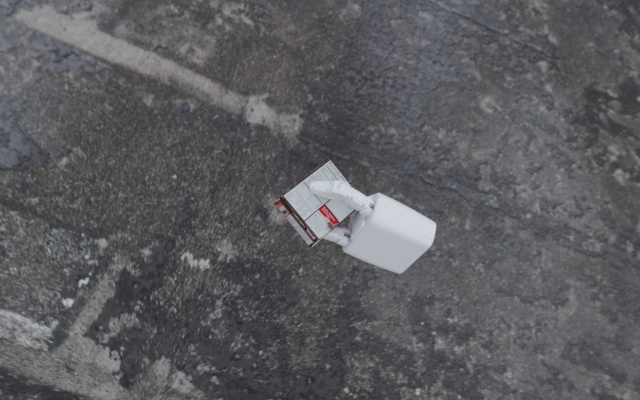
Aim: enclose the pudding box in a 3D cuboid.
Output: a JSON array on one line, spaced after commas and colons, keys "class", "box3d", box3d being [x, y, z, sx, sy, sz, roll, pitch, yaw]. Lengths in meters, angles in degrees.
[{"class": "pudding box", "box3d": [0.000, 0.002, 0.734, 0.113, 0.090, 0.039, -39, -2, -32]}]
